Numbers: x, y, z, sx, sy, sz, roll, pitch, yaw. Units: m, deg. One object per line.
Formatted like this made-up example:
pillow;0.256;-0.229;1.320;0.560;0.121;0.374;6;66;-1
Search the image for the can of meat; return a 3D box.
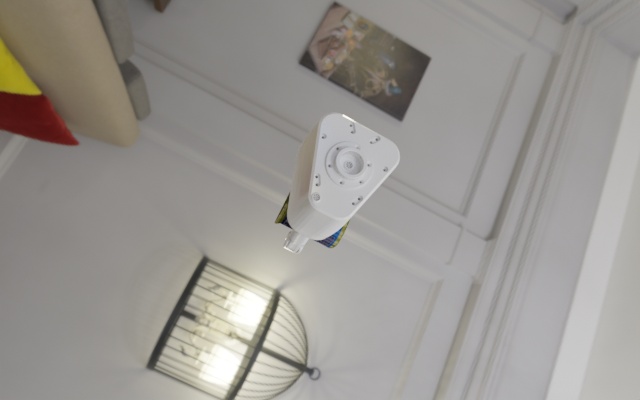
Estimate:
can of meat;0.000;0.002;0.631;0.084;0.102;0.057;27;-22;-6
